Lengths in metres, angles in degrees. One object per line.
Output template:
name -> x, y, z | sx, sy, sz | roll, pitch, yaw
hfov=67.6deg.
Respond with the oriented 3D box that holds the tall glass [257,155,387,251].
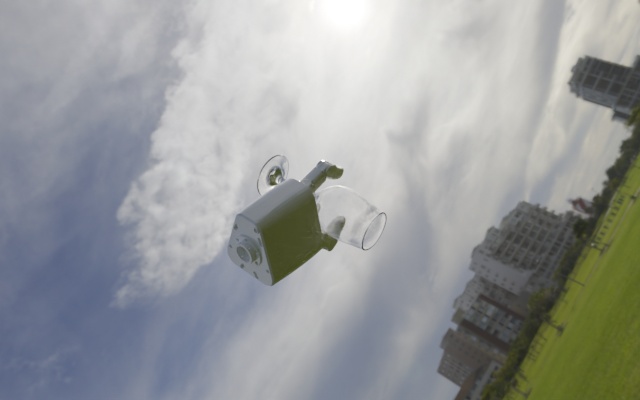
tall glass -> 0.000, 0.002, 0.727 | 0.201, 0.079, 0.079 | 28, 14, 27
